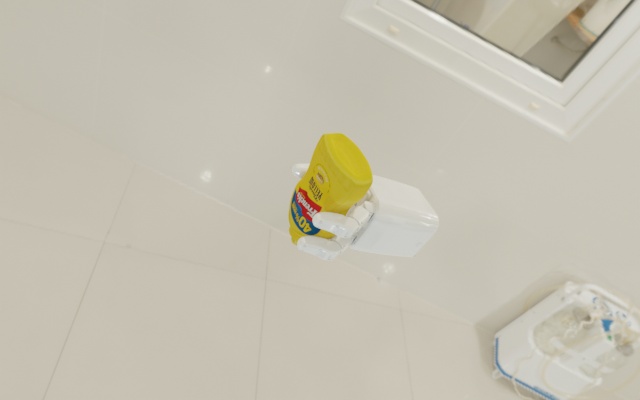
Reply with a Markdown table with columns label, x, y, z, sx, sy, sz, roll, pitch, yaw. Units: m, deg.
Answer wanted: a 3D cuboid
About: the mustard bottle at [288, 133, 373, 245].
| label | x | y | z | sx | sy | sz | roll | pitch | yaw |
| --- | --- | --- | --- | --- | --- | --- | --- | --- | --- |
| mustard bottle | 0.000 | 0.002 | 0.679 | 0.058 | 0.096 | 0.192 | -9 | -34 | -36 |
